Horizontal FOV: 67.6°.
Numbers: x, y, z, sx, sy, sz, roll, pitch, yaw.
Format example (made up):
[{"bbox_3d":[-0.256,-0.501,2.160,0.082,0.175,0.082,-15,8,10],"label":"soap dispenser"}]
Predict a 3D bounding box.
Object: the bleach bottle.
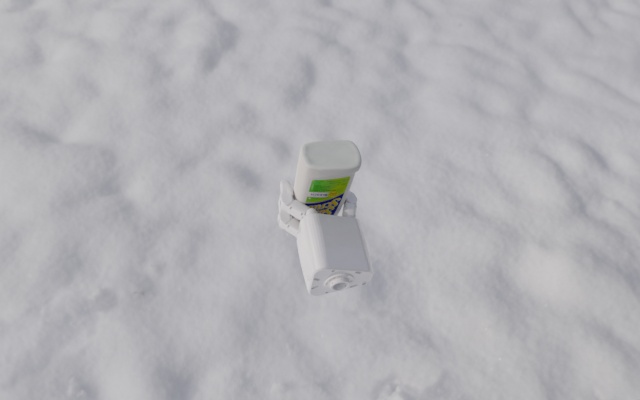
[{"bbox_3d":[0.000,0.003,0.861,0.102,0.068,0.251,-4,-38,-12],"label":"bleach bottle"}]
